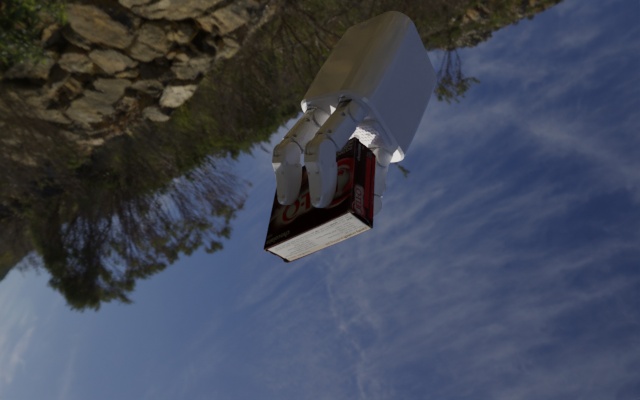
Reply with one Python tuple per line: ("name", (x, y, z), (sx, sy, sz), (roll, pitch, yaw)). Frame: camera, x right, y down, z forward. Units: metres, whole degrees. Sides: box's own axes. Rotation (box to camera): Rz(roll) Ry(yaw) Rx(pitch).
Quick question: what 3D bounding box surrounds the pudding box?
("pudding box", (0.000, 0.002, 0.464), (0.113, 0.090, 0.039), (-29, -51, 36))
